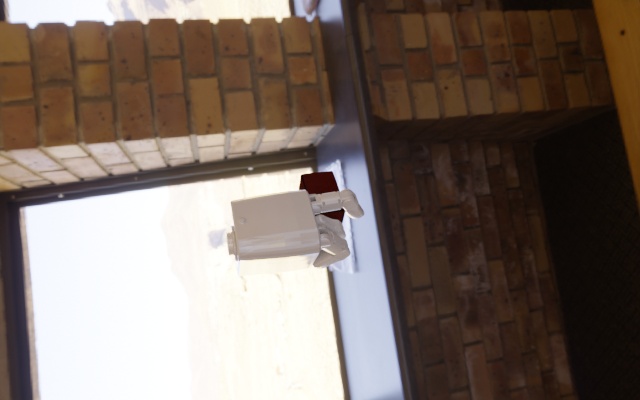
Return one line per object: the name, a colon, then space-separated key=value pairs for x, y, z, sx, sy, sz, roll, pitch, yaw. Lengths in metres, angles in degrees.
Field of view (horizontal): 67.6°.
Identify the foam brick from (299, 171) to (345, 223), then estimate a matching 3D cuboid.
foam brick: x=0.000 y=0.002 z=0.707 sx=0.051 sy=0.078 sz=0.053 roll=-7 pitch=-38 yaw=-13
